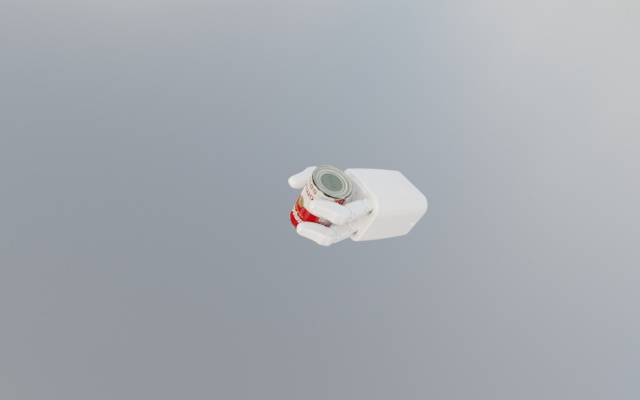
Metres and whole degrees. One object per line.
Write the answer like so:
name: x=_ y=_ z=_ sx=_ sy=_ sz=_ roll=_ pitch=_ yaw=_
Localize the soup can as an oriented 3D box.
soup can: x=0.000 y=0.002 z=0.745 sx=0.068 sy=0.068 sz=0.102 roll=0 pitch=-38 yaw=-29
